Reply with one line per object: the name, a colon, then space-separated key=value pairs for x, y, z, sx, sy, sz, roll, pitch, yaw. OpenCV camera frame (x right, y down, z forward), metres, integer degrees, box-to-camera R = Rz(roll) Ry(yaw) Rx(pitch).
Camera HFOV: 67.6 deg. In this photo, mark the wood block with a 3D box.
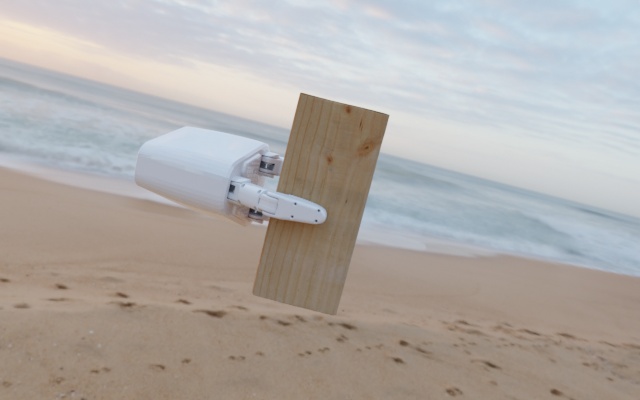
wood block: x=0.000 y=0.001 z=0.507 sx=0.090 sy=0.206 sz=0.091 roll=14 pitch=8 yaw=1
